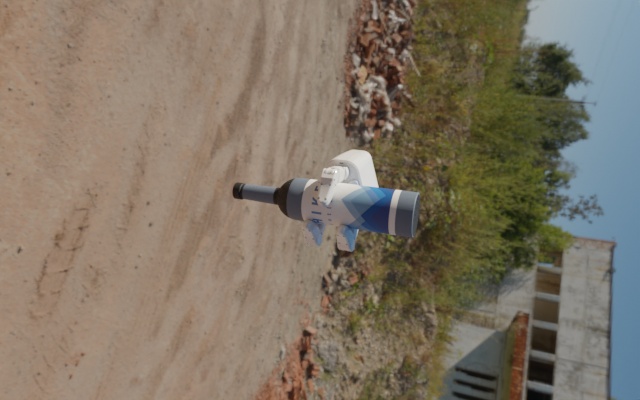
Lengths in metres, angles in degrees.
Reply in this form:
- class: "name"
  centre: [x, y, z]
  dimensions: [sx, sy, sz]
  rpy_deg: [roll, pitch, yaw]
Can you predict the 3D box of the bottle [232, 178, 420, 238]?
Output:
- class: "bottle"
  centre: [0.000, 0.002, 0.738]
  dimensions: [0.295, 0.069, 0.069]
  rpy_deg: [8, 2, 18]
